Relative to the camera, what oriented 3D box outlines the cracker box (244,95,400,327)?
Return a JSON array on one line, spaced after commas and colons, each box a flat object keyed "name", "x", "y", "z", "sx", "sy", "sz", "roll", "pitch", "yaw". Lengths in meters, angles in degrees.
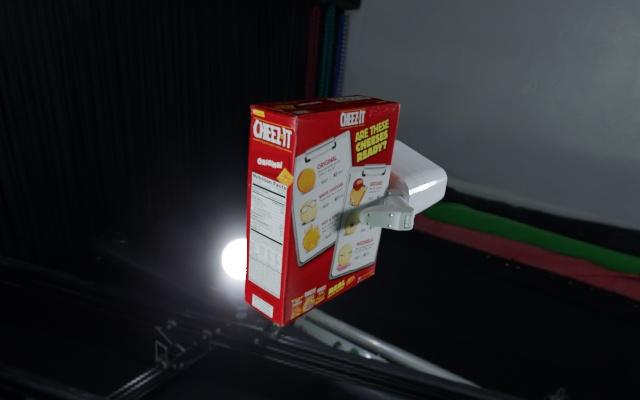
[{"name": "cracker box", "x": 0.000, "y": 0.002, "z": 0.512, "sx": 0.072, "sy": 0.214, "sz": 0.164, "roll": 21, "pitch": 26, "yaw": 36}]
